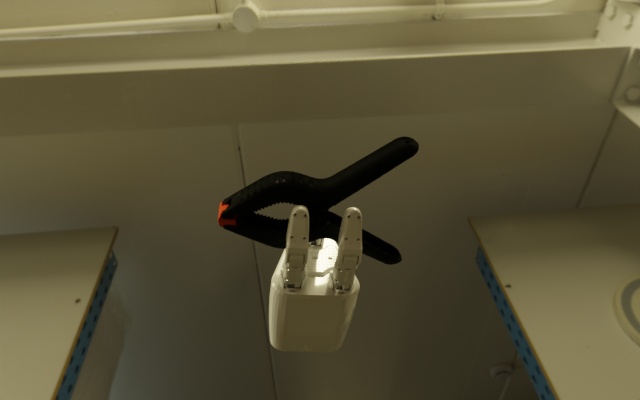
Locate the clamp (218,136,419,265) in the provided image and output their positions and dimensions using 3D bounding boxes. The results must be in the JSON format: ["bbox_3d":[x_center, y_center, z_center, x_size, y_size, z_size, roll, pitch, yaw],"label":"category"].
[{"bbox_3d":[-0.001,0.001,0.501,0.210,0.165,0.036,3,36,-8],"label":"clamp"}]
